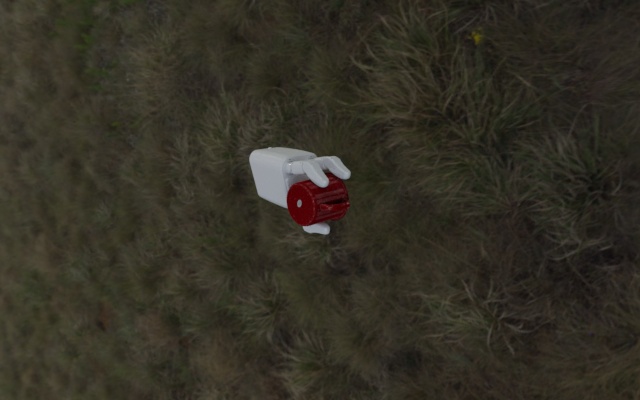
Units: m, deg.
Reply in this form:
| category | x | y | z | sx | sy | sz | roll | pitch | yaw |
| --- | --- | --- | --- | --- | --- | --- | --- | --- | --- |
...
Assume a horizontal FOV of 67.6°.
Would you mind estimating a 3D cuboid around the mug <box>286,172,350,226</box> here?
| category | x | y | z | sx | sy | sz | roll | pitch | yaw |
| --- | --- | --- | --- | --- | --- | --- | --- | --- | --- |
| mug | 0.001 | 0.003 | 0.869 | 0.081 | 0.093 | 0.117 | -15 | 22 | -42 |
